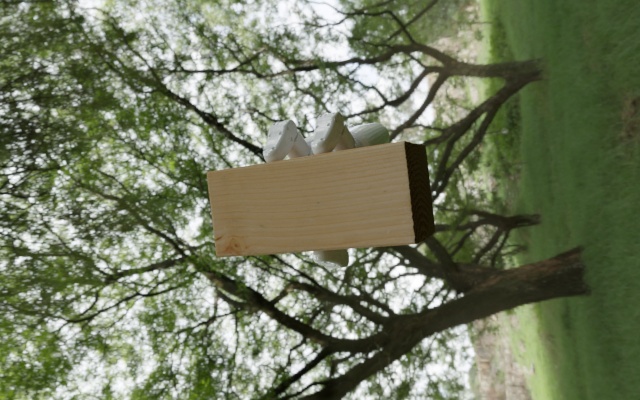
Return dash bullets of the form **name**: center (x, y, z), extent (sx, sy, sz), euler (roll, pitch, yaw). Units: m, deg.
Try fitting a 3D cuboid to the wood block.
- **wood block**: center (0.000, 0.002, 0.481), extent (0.206, 0.091, 0.090), euler (-7, 1, 24)
